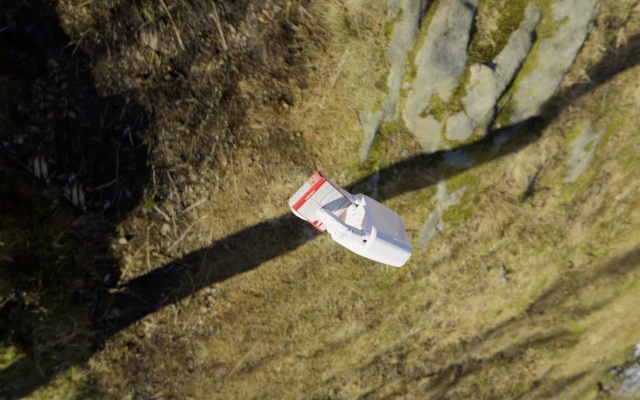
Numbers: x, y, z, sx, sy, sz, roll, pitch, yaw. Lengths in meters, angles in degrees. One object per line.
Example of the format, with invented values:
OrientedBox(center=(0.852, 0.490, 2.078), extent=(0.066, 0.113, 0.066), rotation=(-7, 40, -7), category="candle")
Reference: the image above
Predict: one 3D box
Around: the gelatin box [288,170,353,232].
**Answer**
OrientedBox(center=(0.000, 0.003, 0.802), extent=(0.089, 0.073, 0.030), rotation=(39, 9, -42), category="gelatin box")
